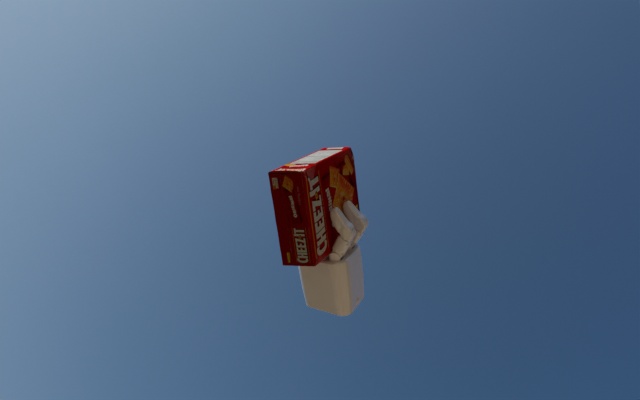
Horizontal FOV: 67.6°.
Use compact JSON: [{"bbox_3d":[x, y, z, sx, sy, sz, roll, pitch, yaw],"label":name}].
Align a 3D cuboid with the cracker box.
[{"bbox_3d":[0.000,0.003,0.857,0.072,0.164,0.213,-1,16,26],"label":"cracker box"}]
